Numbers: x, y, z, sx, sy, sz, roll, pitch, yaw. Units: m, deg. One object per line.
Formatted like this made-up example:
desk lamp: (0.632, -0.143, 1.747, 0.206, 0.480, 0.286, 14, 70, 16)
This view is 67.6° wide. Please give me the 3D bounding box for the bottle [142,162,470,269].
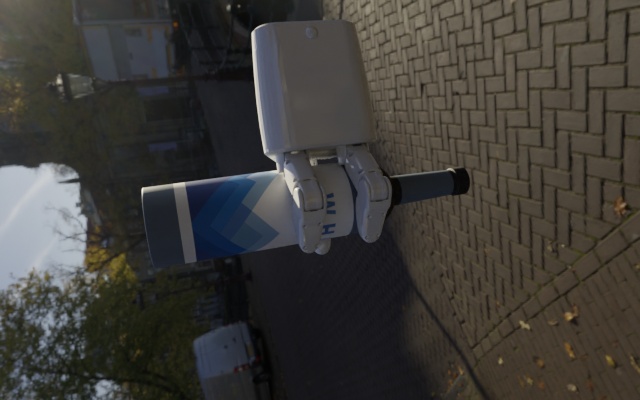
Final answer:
bottle: (0.000, 0.002, 0.428, 0.295, 0.069, 0.069, -9, 2, -16)
